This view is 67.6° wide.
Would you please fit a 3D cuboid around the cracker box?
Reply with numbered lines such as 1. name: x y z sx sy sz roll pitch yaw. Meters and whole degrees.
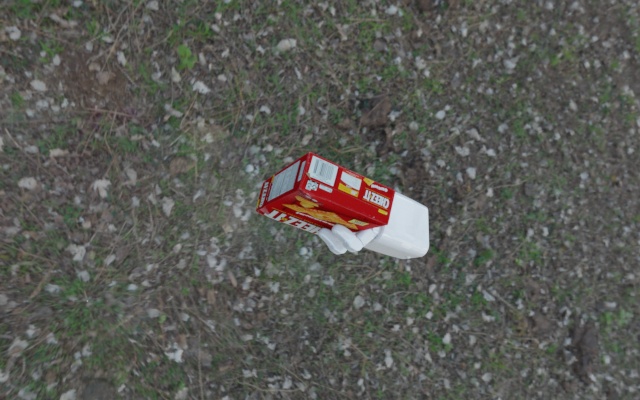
1. cracker box: 0.000 0.003 0.830 0.164 0.072 0.214 22 -20 -21
